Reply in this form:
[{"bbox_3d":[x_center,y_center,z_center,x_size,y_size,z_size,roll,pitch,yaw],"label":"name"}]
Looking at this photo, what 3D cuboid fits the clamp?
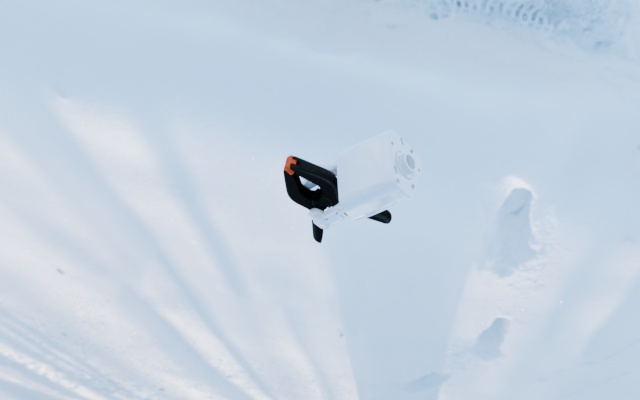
[{"bbox_3d":[0.000,0.003,0.833,0.164,0.036,0.210,-26,-52,36],"label":"clamp"}]
